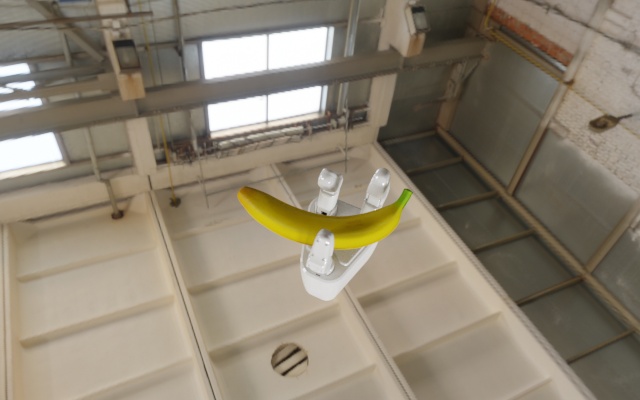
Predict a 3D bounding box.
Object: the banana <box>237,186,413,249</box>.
[{"bbox_3d":[0.003,0.020,0.542,0.198,0.069,0.037,1,-6,3],"label":"banana"}]
